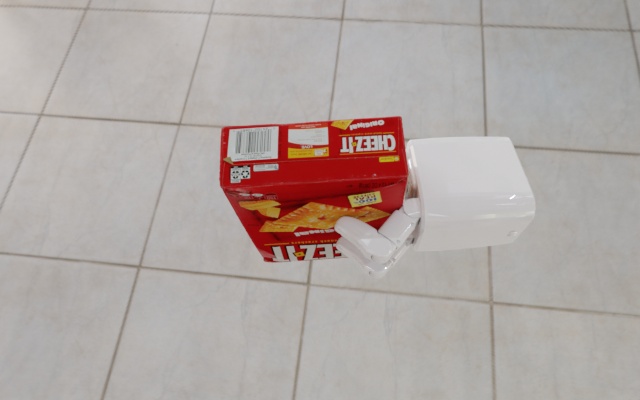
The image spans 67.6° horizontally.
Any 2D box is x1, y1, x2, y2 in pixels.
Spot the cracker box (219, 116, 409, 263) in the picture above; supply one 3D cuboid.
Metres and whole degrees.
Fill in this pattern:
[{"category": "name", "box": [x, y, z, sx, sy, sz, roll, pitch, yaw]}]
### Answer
[{"category": "cracker box", "box": [0.000, 0.001, 0.506, 0.164, 0.072, 0.214, -3, -25, 3]}]
